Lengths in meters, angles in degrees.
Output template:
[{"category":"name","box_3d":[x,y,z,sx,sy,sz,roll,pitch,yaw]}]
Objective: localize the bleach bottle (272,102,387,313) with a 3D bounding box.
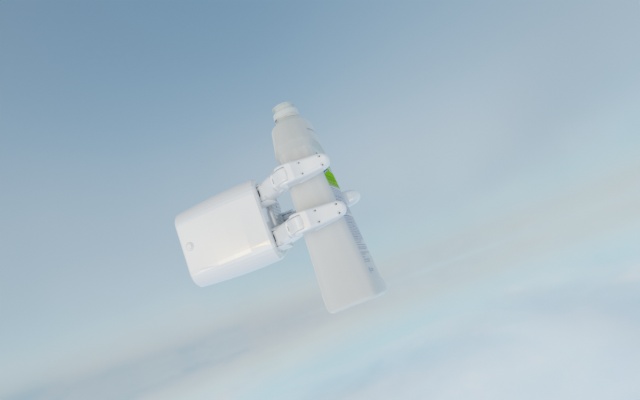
[{"category":"bleach bottle","box_3d":[0.000,0.002,0.566,0.068,0.250,0.102,-23,-12,9]}]
